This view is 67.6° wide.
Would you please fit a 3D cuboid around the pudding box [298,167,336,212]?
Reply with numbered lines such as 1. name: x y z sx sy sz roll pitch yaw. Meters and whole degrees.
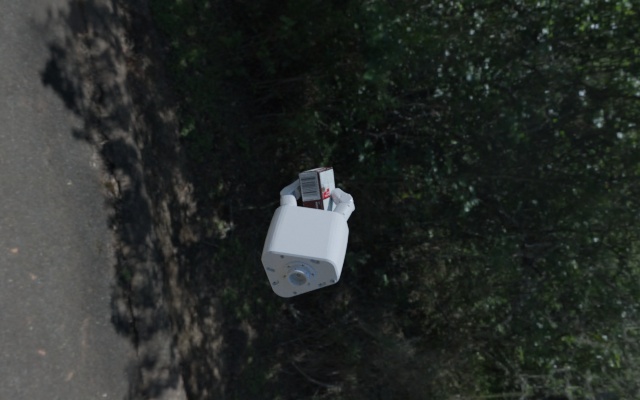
1. pudding box: 0.000 0.003 0.809 0.039 0.113 0.090 -4 7 16
